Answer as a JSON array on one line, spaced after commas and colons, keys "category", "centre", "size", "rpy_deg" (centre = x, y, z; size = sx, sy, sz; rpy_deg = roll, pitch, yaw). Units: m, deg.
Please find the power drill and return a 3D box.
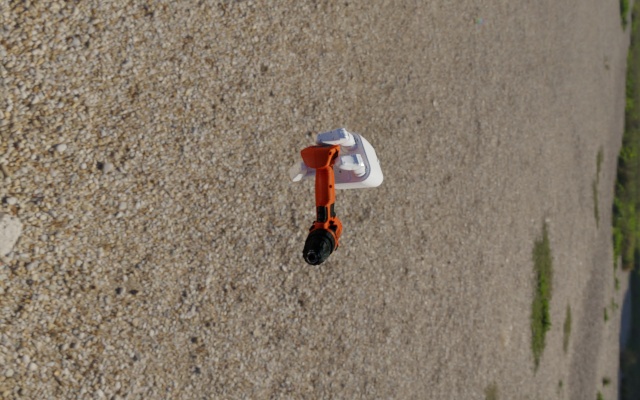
[{"category": "power drill", "centre": [0.000, 0.002, 0.814], "size": [0.057, 0.188, 0.184], "rpy_deg": [1, 13, 9]}]
